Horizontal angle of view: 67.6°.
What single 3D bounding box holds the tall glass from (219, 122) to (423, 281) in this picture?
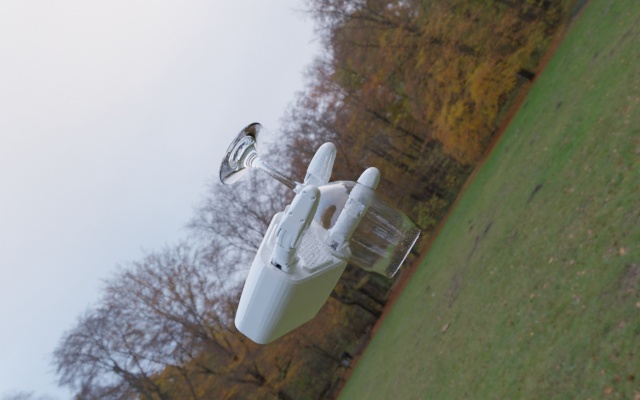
[{"bbox_3d":[0.000,0.001,0.482,0.201,0.079,0.079,31,7,12],"label":"tall glass"}]
